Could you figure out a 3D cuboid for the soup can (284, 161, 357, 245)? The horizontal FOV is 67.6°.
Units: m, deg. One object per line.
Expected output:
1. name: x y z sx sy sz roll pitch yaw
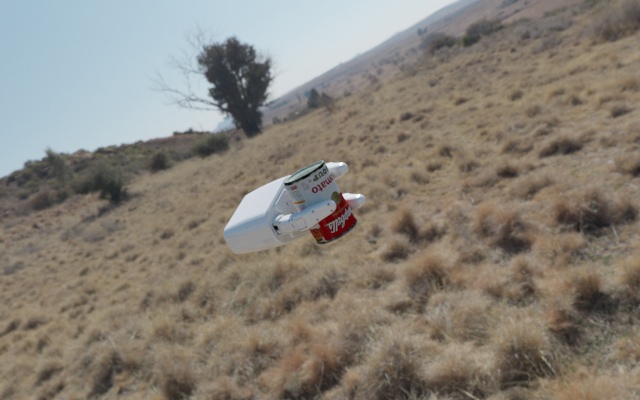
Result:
1. soup can: 0.000 0.002 0.686 0.068 0.102 0.068 -27 13 7
